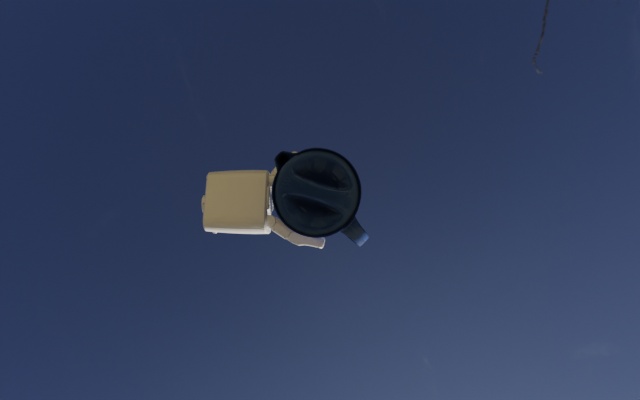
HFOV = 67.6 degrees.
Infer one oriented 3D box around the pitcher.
[{"bbox_3d":[0.000,0.003,0.814,0.145,0.149,0.243,-2,-3,0],"label":"pitcher"}]
